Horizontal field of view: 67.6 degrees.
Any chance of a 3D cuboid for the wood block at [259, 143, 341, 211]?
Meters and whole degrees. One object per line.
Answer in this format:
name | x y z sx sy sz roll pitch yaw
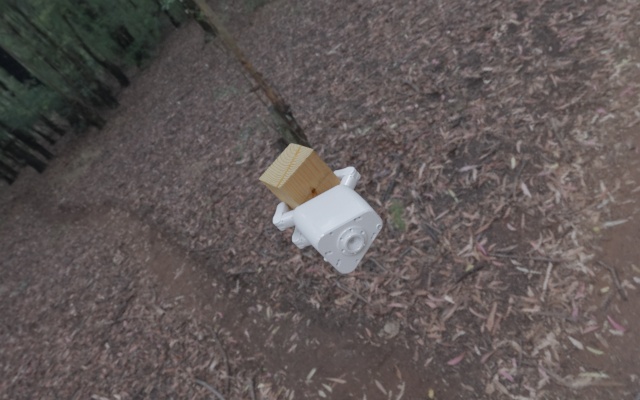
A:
wood block | 0.000 0.003 0.872 0.206 0.091 0.090 47 -13 -31
